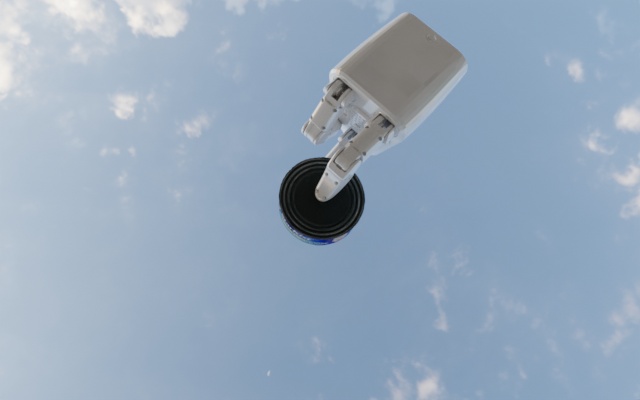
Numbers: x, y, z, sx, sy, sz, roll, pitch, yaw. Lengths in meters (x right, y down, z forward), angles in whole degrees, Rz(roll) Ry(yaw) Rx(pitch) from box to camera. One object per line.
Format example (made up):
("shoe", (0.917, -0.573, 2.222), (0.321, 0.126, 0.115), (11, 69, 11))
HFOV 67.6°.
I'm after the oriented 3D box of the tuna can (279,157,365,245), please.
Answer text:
("tuna can", (0.000, 0.002, 0.486), (0.086, 0.086, 0.034), (0, -18, -7))
